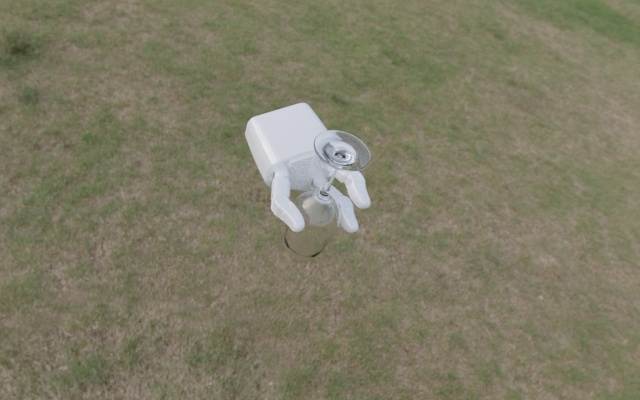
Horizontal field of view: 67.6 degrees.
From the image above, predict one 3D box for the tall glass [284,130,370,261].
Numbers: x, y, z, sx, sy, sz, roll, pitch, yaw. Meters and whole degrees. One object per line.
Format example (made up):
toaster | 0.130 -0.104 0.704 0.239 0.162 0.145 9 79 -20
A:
tall glass | 0.000 0.002 0.663 0.079 0.079 0.201 0 -41 -21
